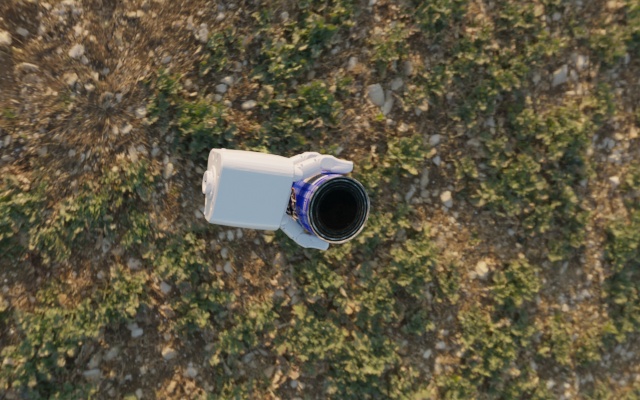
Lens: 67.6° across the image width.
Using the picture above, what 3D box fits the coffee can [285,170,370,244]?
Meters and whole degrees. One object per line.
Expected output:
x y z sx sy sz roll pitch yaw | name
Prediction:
0.000 0.003 0.762 0.103 0.103 0.140 0 10 -24 | coffee can
